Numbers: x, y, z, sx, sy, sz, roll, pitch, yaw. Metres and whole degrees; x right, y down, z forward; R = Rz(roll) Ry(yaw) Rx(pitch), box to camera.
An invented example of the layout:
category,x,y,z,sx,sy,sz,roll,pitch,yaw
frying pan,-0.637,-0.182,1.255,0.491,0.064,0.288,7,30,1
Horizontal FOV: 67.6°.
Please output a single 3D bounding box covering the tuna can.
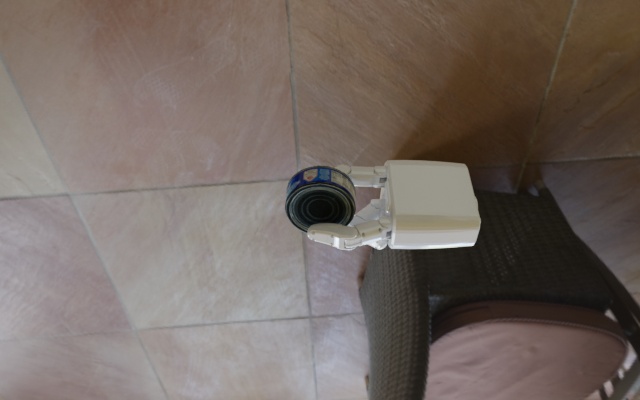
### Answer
category,x,y,z,sx,sy,sz,roll,pitch,yaw
tuna can,0.000,0.002,0.577,0.086,0.086,0.033,0,40,2
